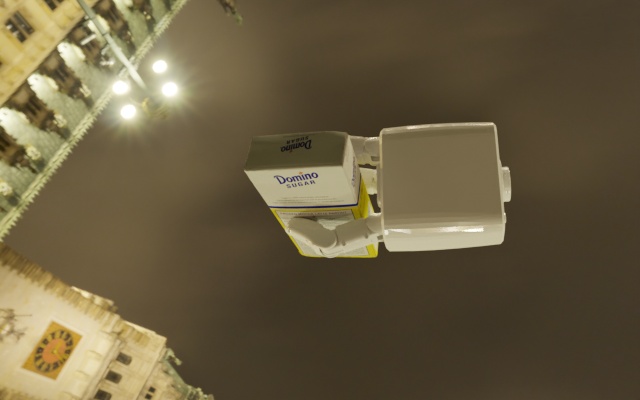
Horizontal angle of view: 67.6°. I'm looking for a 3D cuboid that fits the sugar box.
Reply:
[{"bbox_3d":[0.000,0.001,0.484,0.093,0.048,0.176,-1,-34,16],"label":"sugar box"}]
